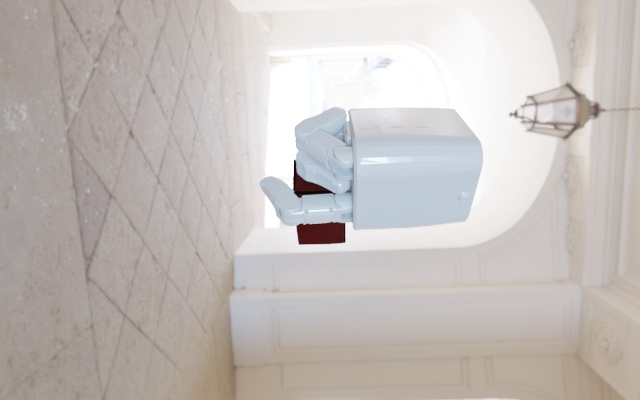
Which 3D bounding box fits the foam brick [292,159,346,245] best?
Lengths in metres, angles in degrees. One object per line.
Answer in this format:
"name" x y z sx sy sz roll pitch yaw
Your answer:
"foam brick" 0.000 0.002 0.486 0.051 0.053 0.078 -2 -44 1
